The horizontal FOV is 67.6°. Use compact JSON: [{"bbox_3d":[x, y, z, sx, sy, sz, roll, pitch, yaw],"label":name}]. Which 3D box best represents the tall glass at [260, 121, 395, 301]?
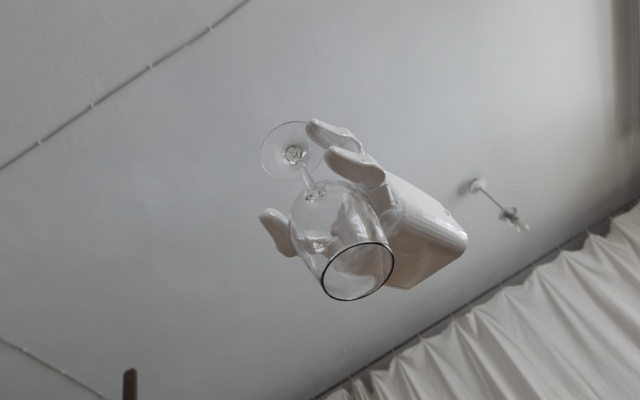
[{"bbox_3d":[0.000,0.001,0.450,0.079,0.079,0.201,0,34,-21],"label":"tall glass"}]
